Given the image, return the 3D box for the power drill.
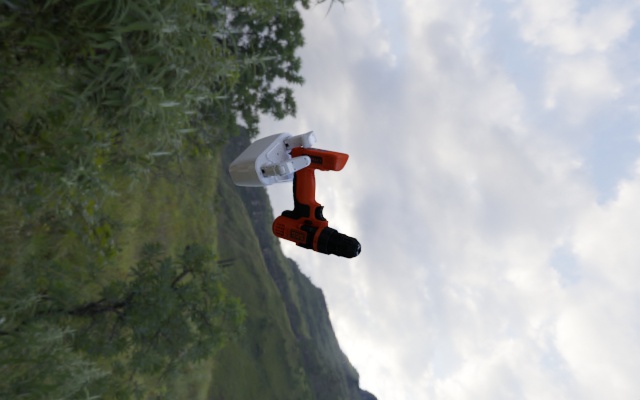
[{"bbox_3d":[0.000,0.002,0.868,0.184,0.188,0.057,14,13,27],"label":"power drill"}]
